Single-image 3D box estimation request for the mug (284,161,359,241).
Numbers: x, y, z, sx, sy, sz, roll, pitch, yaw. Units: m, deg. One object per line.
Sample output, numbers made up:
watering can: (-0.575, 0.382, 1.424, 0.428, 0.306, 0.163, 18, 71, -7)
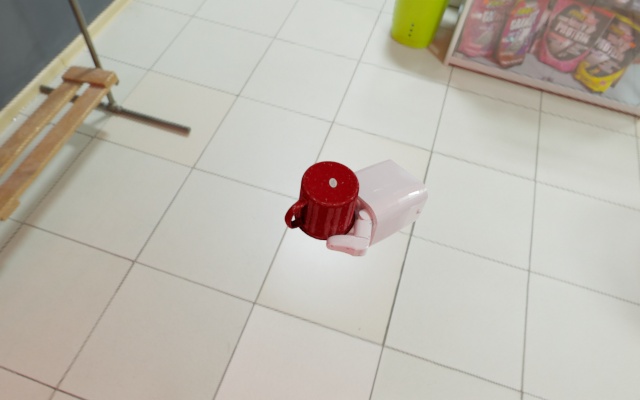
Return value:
mug: (-0.001, 0.003, 0.677, 0.117, 0.093, 0.082, -24, -29, -22)
